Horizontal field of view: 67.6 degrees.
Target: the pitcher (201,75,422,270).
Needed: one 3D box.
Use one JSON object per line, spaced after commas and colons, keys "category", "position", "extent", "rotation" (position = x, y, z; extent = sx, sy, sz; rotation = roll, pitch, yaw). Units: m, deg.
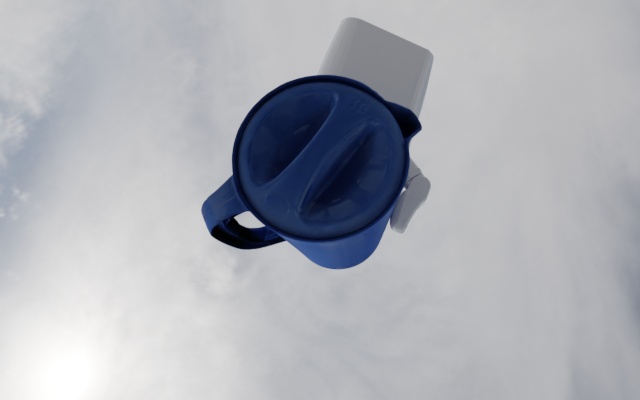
{"category": "pitcher", "position": [0.000, 0.001, 0.461], "extent": [0.149, 0.145, 0.243], "rotation": [17, -14, 10]}
